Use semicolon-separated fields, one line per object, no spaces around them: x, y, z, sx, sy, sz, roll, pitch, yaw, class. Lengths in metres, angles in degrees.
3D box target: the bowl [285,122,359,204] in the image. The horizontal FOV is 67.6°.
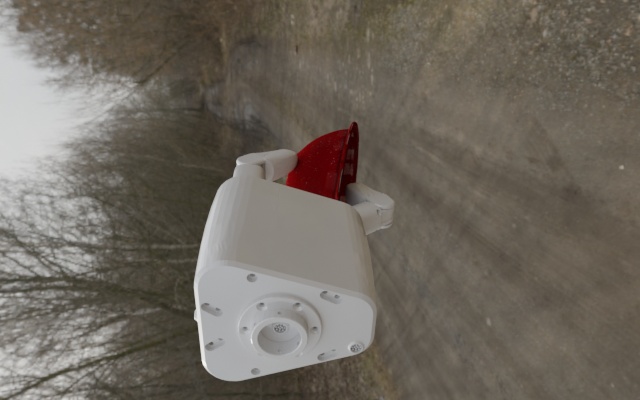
0.000;0.001;0.468;0.055;0.162;0.162;7;1;9;bowl
